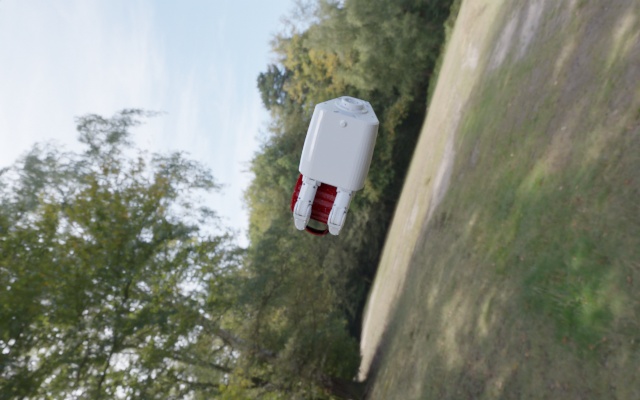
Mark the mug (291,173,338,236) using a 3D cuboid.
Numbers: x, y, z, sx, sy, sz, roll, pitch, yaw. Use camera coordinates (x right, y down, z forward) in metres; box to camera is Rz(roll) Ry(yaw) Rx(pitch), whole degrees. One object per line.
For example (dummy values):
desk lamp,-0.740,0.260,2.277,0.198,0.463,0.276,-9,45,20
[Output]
mug,0.000,0.004,0.772,0.081,0.117,0.093,18,28,6
